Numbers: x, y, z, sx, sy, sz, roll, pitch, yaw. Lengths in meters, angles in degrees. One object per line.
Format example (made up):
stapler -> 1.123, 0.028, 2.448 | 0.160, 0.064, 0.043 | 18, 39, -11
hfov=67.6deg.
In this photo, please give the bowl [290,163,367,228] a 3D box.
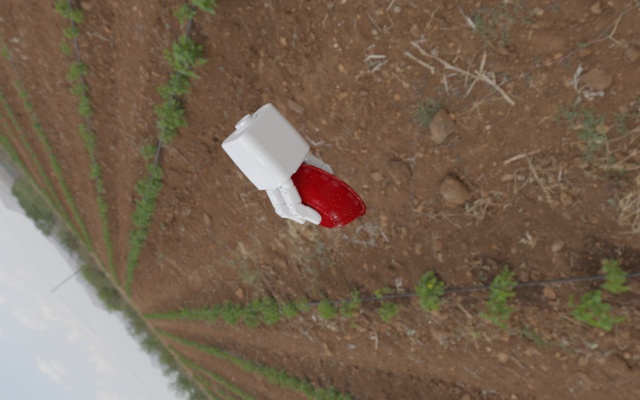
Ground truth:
bowl -> 0.001, 0.004, 0.865 | 0.162, 0.055, 0.162 | 28, -19, 10
